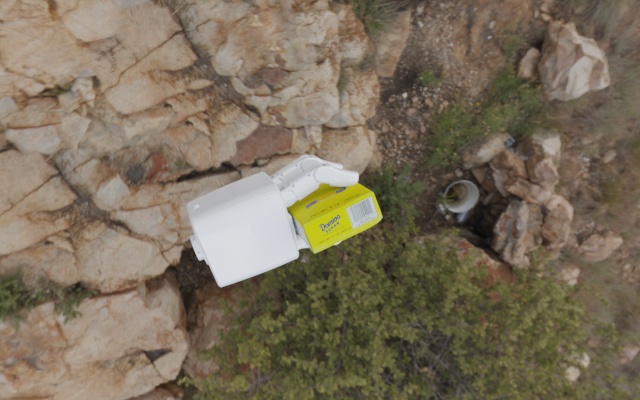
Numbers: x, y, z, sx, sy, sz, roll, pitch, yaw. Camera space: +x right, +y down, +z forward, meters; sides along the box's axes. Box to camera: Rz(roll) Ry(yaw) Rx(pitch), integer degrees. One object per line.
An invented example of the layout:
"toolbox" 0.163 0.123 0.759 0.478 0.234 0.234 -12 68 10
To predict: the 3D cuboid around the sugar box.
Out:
"sugar box" 0.000 0.002 0.620 0.093 0.048 0.176 -25 24 -11
